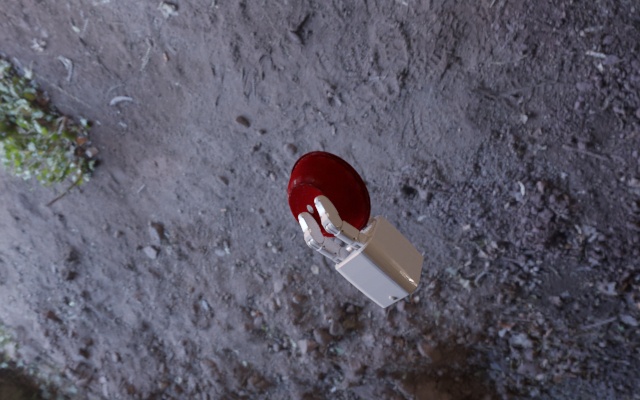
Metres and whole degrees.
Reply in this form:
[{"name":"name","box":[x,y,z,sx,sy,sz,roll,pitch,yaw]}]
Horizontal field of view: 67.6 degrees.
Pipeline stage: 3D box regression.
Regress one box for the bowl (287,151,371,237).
[{"name":"bowl","box":[-0.001,0.002,0.787,0.162,0.162,0.055,0,26,39]}]
